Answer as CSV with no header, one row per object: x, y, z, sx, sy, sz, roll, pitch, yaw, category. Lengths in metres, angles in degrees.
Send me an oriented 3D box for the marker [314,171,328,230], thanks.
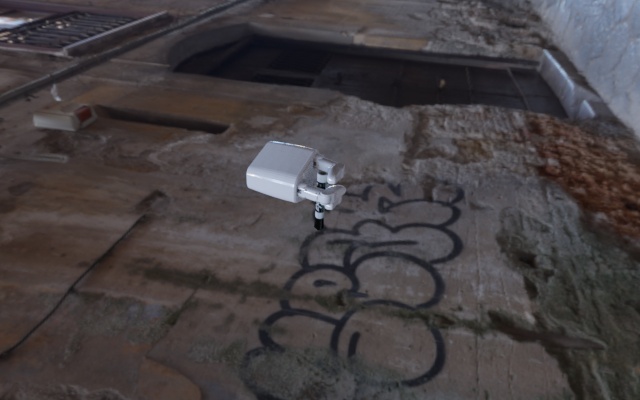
0.000,0.003,0.892,0.020,0.121,0.020,3,29,-2,marker
